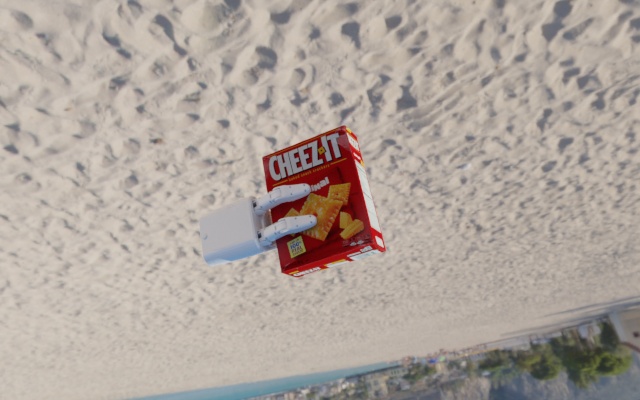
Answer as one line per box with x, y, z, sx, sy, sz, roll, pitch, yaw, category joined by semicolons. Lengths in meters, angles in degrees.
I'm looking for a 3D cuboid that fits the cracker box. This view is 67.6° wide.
0.000;0.003;0.797;0.164;0.213;0.072;-19;-22;17;cracker box
